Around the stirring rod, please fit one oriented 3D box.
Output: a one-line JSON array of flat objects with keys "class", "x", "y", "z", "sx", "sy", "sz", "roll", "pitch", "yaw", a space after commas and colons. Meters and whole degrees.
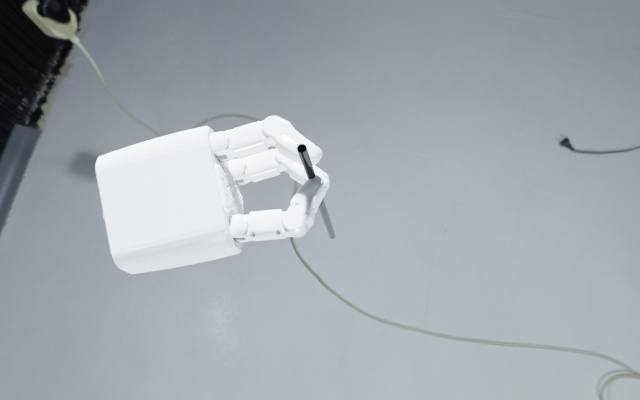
[{"class": "stirring rod", "x": 0.000, "y": 0.002, "z": 0.492, "sx": 0.011, "sy": 0.011, "sz": 0.240, "roll": 0, "pitch": -21, "yaw": 8}]
